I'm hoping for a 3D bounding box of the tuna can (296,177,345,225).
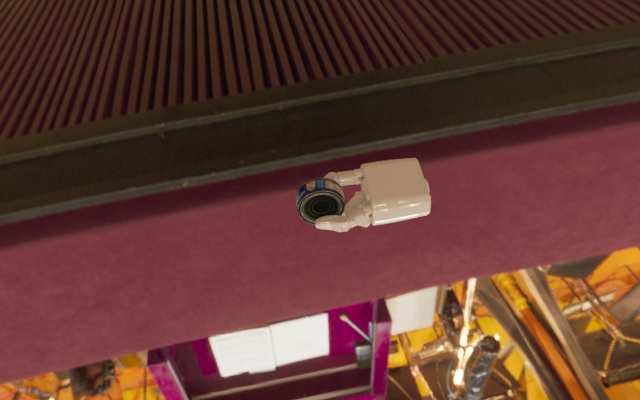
[{"bbox_3d":[0.000,0.003,0.836,0.086,0.086,0.033,0,43,-7],"label":"tuna can"}]
